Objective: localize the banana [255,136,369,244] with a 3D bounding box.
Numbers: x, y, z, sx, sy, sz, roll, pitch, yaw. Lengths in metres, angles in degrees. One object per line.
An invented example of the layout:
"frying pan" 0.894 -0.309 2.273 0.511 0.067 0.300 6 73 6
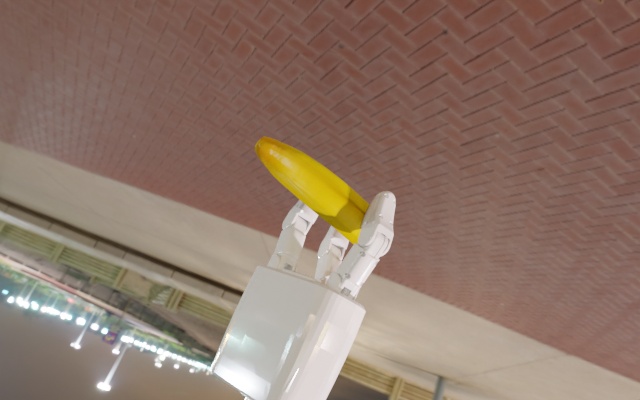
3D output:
"banana" 0.015 0.008 0.446 0.069 0.037 0.198 19 -16 40
